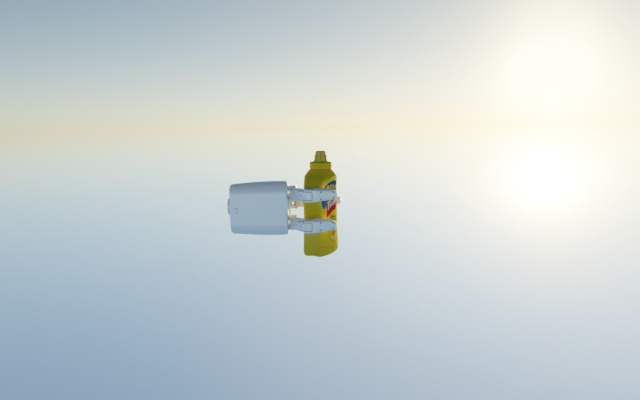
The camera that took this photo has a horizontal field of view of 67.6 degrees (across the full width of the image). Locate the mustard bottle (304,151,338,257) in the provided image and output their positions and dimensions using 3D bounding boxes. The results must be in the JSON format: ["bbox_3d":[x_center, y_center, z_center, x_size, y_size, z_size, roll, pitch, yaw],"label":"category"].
[{"bbox_3d":[0.000,0.003,0.895,0.058,0.191,0.096,3,10,23],"label":"mustard bottle"}]
